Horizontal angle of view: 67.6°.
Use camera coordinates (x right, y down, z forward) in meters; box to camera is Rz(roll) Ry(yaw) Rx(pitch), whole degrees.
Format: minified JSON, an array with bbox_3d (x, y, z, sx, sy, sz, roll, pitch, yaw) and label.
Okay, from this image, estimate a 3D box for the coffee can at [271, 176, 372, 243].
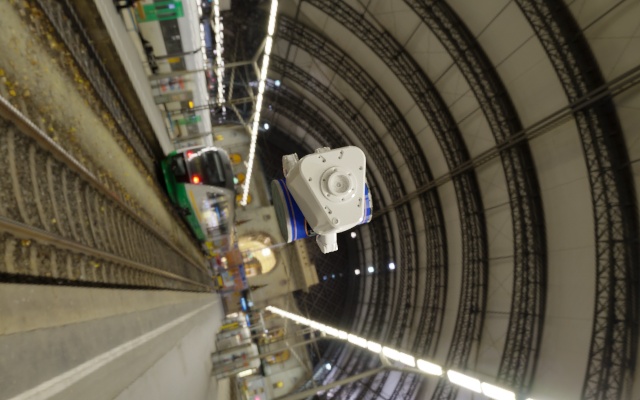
[{"bbox_3d":[0.000,0.003,0.778,0.140,0.103,0.103,-13,3,-13],"label":"coffee can"}]
